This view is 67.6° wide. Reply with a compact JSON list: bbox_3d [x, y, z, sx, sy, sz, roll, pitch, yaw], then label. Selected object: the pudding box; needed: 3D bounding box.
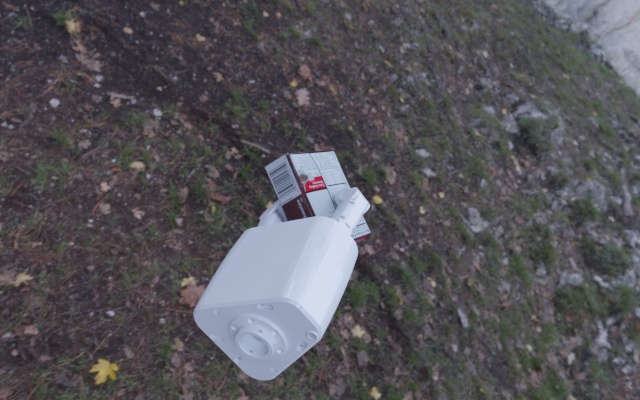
[{"bbox_3d":[0.000,0.002,0.522,0.039,0.113,0.090,-28,-9,34],"label":"pudding box"}]
